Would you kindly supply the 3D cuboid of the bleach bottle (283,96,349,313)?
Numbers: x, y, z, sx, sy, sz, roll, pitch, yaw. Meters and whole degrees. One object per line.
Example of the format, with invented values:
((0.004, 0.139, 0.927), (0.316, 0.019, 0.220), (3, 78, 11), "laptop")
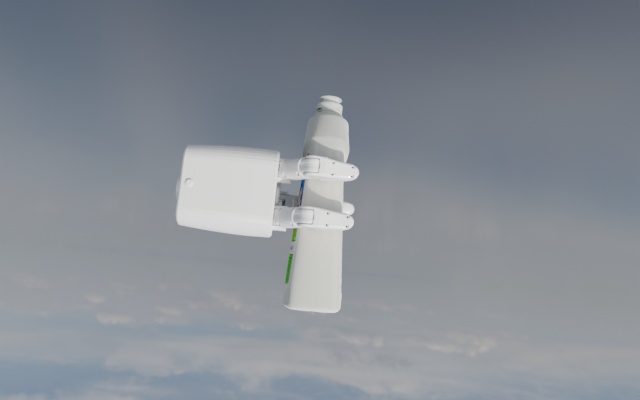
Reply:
((0.000, 0.002, 0.572), (0.068, 0.251, 0.102), (6, -8, -4), "bleach bottle")
